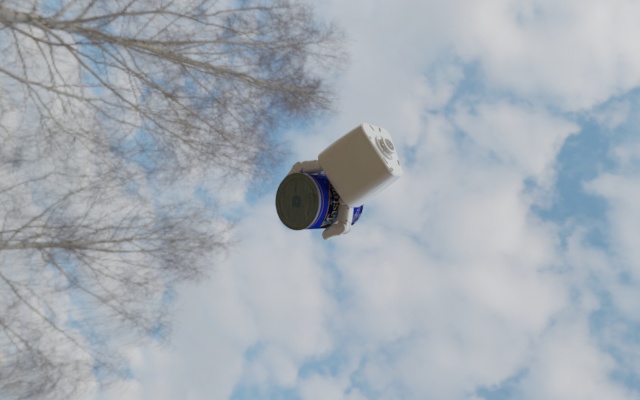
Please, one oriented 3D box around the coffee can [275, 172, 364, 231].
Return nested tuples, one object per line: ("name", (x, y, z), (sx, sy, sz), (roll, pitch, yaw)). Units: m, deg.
("coffee can", (0.000, 0.003, 0.894), (0.103, 0.103, 0.140), (0, -1, 38))
